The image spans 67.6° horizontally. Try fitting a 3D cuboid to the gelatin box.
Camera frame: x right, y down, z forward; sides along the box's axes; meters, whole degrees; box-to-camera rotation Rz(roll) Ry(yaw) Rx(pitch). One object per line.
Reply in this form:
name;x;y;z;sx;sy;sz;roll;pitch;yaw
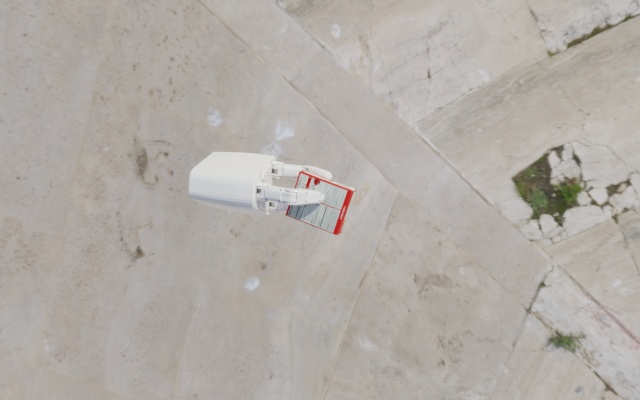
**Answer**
gelatin box;0.000;0.003;0.722;0.089;0.073;0.030;21;12;12
